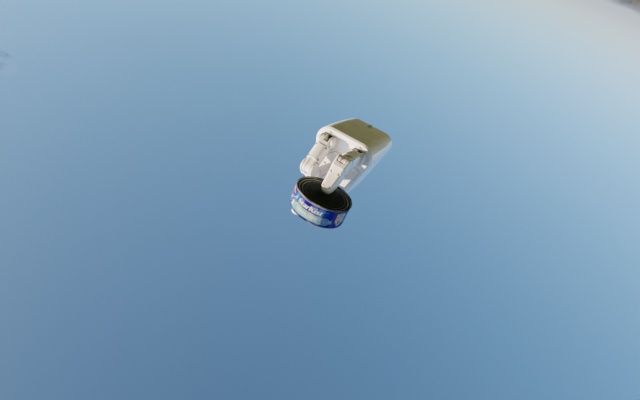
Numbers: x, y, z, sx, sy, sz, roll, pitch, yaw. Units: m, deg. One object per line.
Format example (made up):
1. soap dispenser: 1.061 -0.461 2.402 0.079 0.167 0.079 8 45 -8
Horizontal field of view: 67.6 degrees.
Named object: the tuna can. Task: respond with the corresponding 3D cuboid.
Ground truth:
1. tuna can: 0.000 0.003 0.687 0.086 0.034 0.086 20 28 -11
